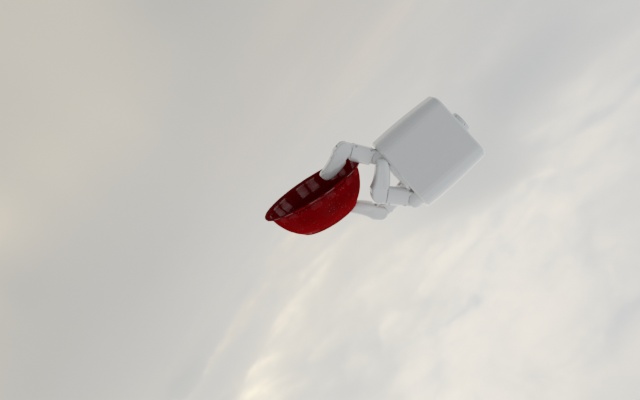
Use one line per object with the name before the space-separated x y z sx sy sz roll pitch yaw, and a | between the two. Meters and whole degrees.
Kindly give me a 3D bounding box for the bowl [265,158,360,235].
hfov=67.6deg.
bowl | -0.001 0.003 0.697 0.162 0.055 0.162 -30 14 8
